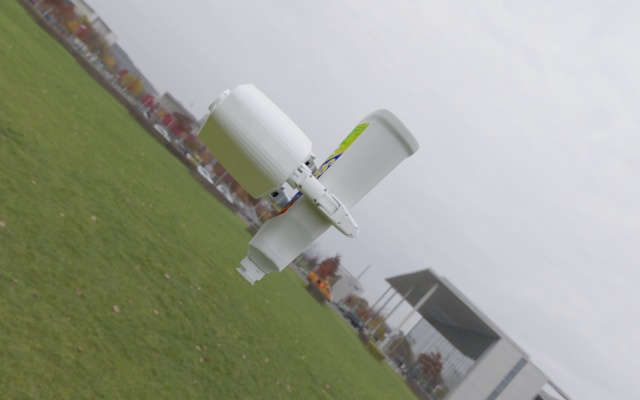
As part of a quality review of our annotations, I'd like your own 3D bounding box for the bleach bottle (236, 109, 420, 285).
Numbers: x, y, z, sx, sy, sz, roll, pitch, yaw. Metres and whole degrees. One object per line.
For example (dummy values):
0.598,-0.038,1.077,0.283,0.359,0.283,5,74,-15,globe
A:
0.000,0.002,0.569,0.251,0.068,0.102,-45,11,-7,bleach bottle
